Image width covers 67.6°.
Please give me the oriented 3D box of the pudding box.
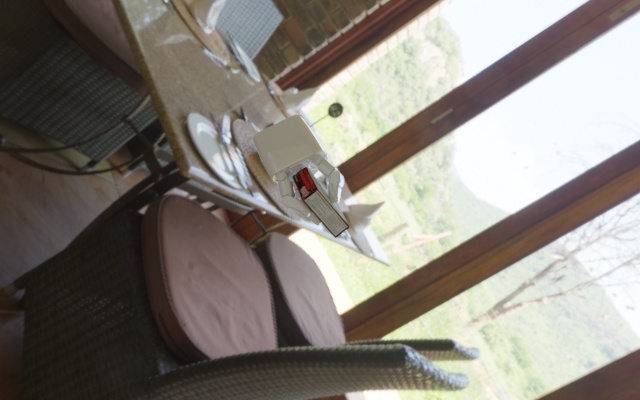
[{"bbox_3d":[0.000,0.003,0.879,0.039,0.113,0.090,-37,33,9],"label":"pudding box"}]
